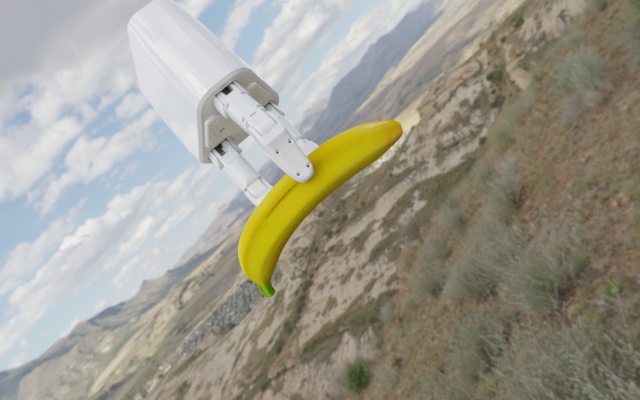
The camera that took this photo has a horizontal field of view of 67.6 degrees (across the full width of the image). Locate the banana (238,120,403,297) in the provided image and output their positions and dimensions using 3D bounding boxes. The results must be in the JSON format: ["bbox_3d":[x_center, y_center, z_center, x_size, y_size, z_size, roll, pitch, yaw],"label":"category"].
[{"bbox_3d":[-0.012,0.000,0.403,0.037,0.198,0.070,48,15,32],"label":"banana"}]
